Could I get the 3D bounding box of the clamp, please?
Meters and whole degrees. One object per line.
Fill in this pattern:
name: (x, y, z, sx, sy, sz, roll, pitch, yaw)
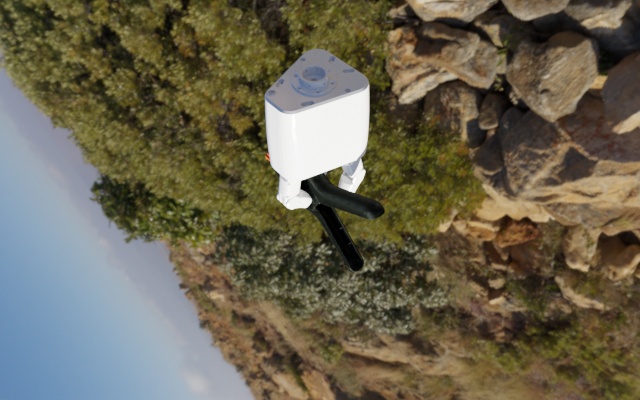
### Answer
clamp: (-0.001, 0.002, 0.670, 0.036, 0.165, 0.210, -35, 60, -26)
